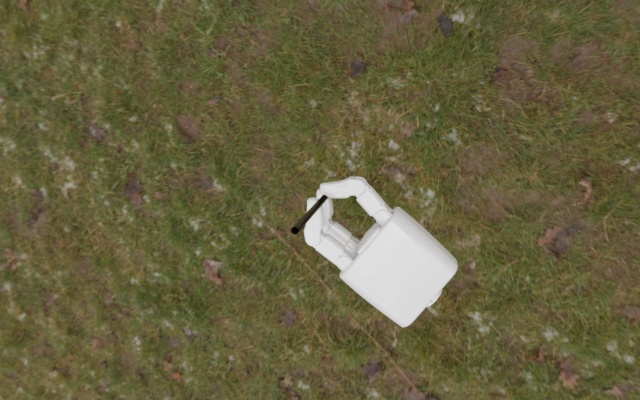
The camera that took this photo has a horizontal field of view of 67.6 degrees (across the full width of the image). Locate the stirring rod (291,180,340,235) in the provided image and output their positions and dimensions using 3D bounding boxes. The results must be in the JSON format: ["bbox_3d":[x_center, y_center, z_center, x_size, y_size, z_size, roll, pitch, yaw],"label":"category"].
[{"bbox_3d":[0.000,0.002,0.588,0.011,0.011,0.239,0,14,13],"label":"stirring rod"}]
